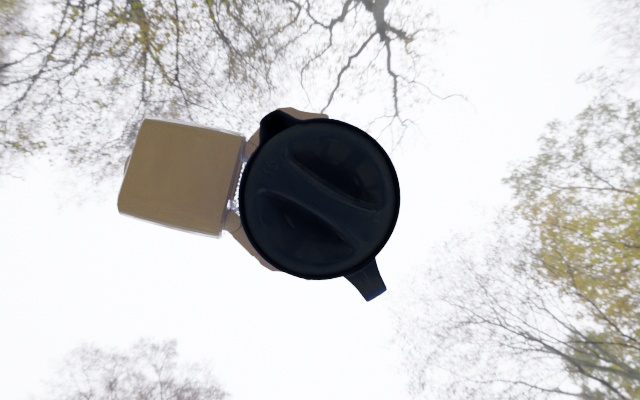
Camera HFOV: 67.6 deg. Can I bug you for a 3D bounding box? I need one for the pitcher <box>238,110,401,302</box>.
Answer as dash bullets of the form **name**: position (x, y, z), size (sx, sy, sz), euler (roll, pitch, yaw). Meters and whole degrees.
- **pitcher**: position (0.000, 0.002, 0.501), size (0.145, 0.149, 0.243), euler (13, 3, -3)
